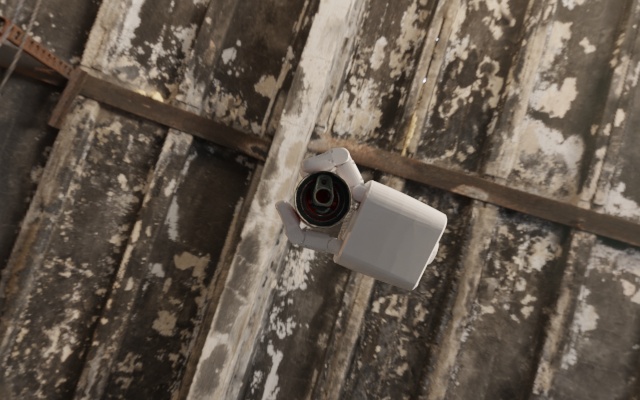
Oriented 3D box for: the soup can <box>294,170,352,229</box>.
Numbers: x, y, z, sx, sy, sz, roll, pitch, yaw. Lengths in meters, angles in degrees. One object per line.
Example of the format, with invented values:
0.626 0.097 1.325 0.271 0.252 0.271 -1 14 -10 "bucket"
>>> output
0.000 0.002 0.605 0.068 0.068 0.102 0 -4 -3 "soup can"
